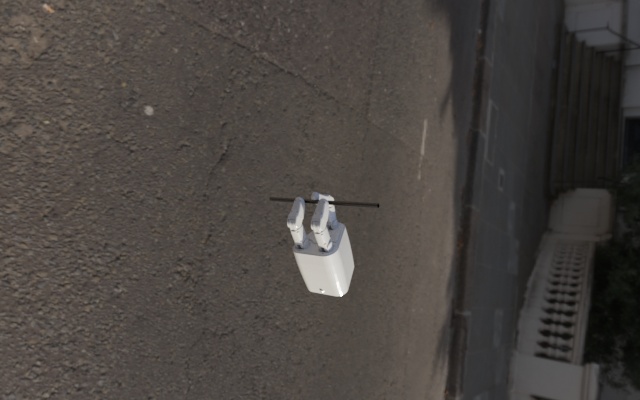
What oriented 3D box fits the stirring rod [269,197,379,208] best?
[{"bbox_3d":[0.000,0.003,0.894,0.239,0.011,0.011,3,2,33],"label":"stirring rod"}]
